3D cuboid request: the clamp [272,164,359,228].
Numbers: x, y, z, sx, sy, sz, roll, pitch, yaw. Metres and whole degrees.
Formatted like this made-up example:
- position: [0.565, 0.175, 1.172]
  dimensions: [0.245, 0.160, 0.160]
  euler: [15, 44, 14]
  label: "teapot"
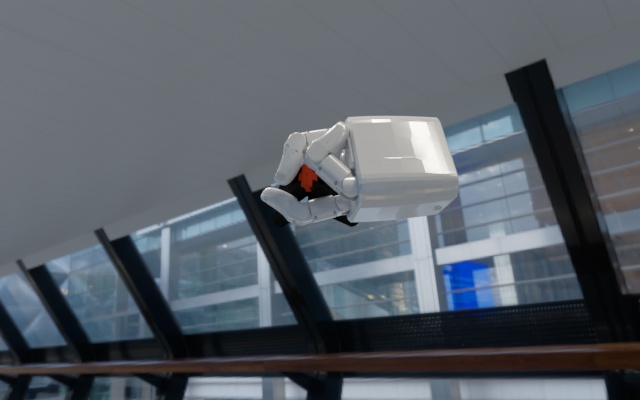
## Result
- position: [0.000, 0.001, 0.599]
  dimensions: [0.120, 0.039, 0.171]
  euler: [-3, -17, -7]
  label: "clamp"
